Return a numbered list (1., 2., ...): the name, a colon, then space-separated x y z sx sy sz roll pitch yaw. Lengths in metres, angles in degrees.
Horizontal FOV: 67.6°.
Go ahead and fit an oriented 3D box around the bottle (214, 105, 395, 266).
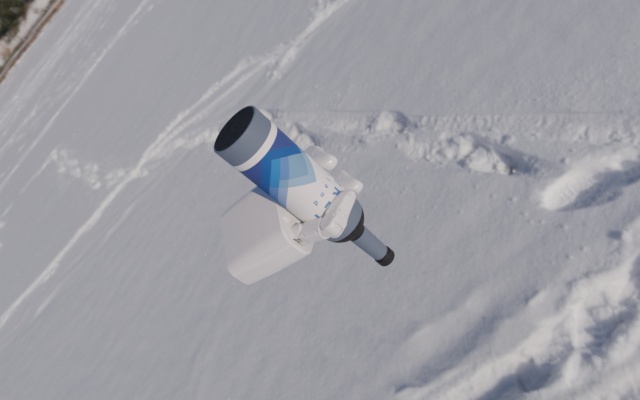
1. bottle: 0.000 0.002 0.600 0.069 0.069 0.296 0 -33 50
